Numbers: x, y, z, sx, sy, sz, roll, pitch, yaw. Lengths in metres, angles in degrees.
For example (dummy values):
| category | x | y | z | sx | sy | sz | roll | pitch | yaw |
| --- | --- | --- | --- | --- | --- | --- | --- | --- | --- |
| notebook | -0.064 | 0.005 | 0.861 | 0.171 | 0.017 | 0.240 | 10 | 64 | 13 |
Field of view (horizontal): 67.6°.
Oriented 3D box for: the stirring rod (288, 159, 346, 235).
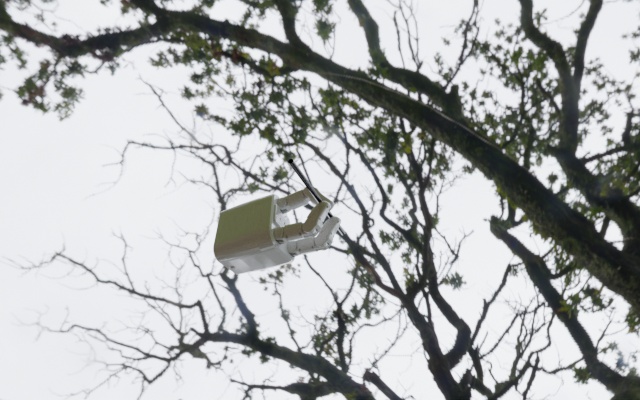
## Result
| category | x | y | z | sx | sy | sz | roll | pitch | yaw |
| --- | --- | --- | --- | --- | --- | --- | --- | --- | --- |
| stirring rod | 0.000 | 0.002 | 0.745 | 0.011 | 0.011 | 0.240 | 0 | -28 | 22 |
